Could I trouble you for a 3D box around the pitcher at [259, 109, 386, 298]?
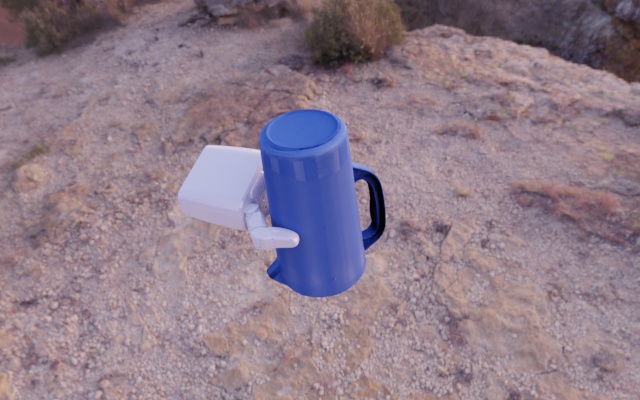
[{"bbox_3d":[0.000,0.002,0.647,0.145,0.243,0.149,11,43,21],"label":"pitcher"}]
